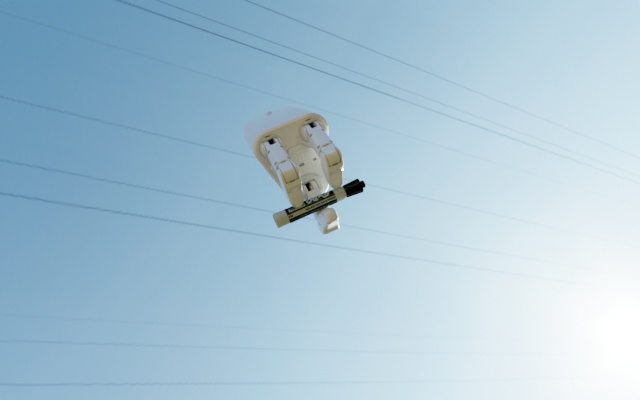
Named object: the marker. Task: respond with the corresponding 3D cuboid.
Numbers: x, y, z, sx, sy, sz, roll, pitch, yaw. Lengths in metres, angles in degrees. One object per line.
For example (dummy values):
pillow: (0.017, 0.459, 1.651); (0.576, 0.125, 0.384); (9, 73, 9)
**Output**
marker: (0.000, 0.002, 0.585); (0.121, 0.020, 0.020); (-23, 5, -11)
